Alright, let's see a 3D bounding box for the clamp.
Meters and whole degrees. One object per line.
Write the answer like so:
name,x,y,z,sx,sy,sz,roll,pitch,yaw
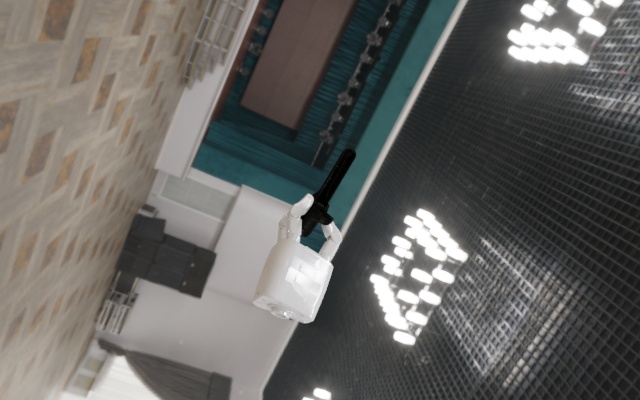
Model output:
clamp,0.001,0.004,0.888,0.036,0.164,0.210,29,-29,-9
